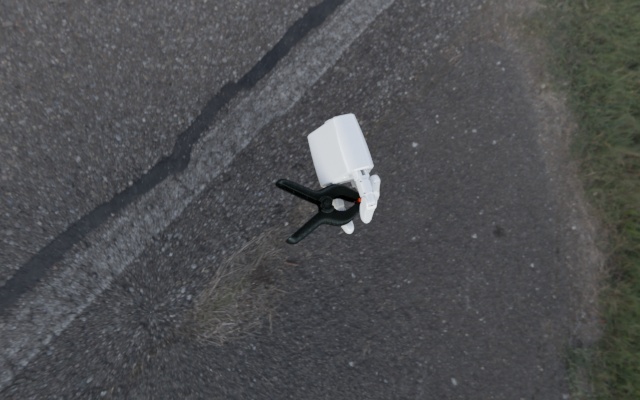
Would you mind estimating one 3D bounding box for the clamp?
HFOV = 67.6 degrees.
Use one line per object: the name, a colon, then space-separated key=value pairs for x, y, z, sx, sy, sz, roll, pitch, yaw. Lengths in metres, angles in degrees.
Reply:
clamp: x=0.000 y=0.003 z=0.869 sx=0.171 sy=0.120 sz=0.039 roll=-15 pitch=-7 yaw=-22
